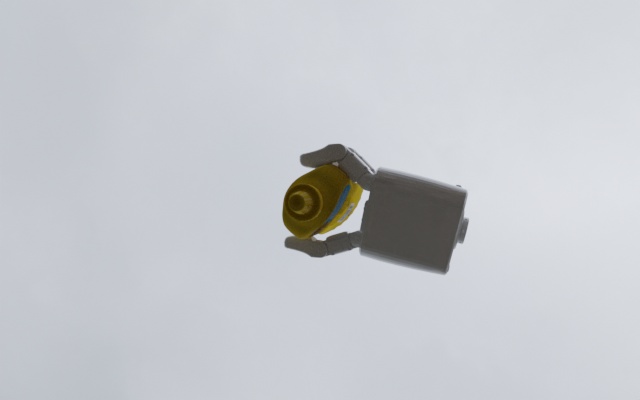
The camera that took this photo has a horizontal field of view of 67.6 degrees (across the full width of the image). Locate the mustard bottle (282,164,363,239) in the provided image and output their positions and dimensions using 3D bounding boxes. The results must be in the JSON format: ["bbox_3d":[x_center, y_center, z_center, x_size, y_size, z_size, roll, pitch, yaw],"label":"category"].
[{"bbox_3d":[0.000,0.002,0.582,0.058,0.096,0.191,40,10,11],"label":"mustard bottle"}]
